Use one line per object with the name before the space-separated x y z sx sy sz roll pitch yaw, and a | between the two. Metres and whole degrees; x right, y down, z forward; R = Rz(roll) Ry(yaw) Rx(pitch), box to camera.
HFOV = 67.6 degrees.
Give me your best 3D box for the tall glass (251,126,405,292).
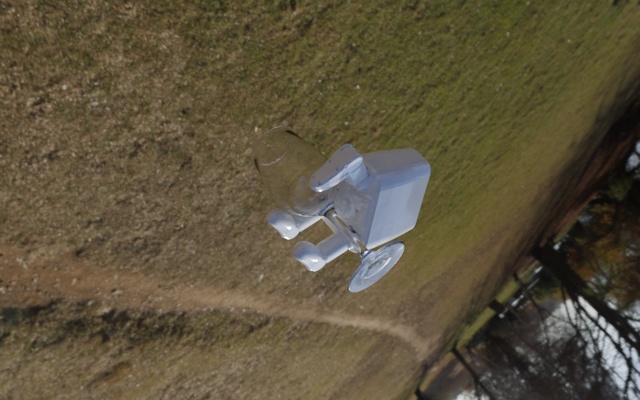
tall glass | 0.000 0.002 0.532 0.079 0.079 0.201 0 42 -52
